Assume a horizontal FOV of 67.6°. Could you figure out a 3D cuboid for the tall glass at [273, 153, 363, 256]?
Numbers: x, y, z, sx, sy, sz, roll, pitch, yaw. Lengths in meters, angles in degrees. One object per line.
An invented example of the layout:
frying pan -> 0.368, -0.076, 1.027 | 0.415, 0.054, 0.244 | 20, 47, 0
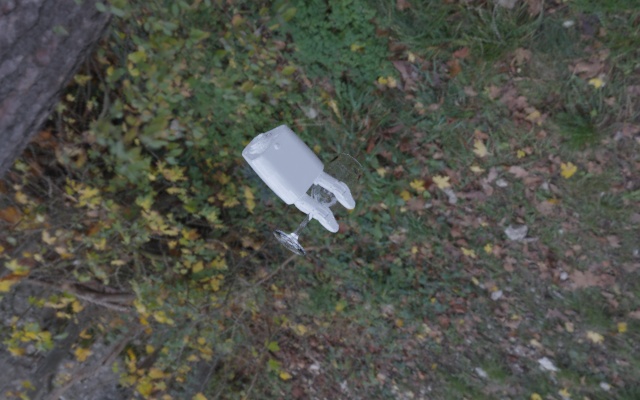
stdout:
tall glass -> 0.000, 0.004, 0.895 | 0.079, 0.201, 0.079 | 33, -20, 14
